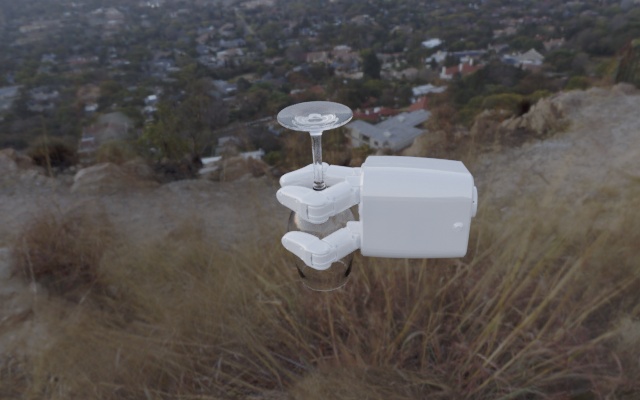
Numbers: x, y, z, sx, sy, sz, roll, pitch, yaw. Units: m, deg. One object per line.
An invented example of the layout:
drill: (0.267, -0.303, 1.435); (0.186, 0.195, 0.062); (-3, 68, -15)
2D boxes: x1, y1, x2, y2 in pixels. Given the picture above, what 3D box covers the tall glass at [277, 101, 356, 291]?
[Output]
tall glass: (0.000, 0.001, 0.515); (0.079, 0.201, 0.079); (-2, 31, 1)
